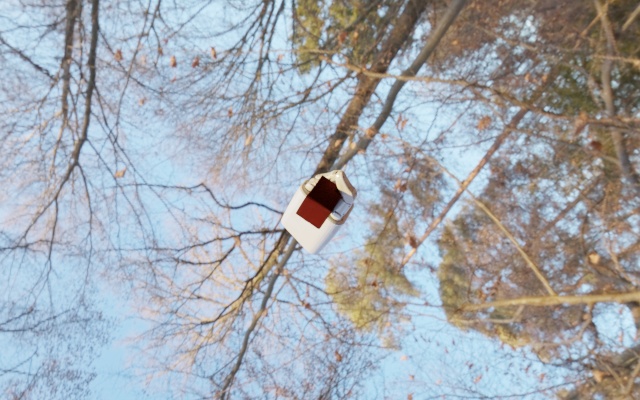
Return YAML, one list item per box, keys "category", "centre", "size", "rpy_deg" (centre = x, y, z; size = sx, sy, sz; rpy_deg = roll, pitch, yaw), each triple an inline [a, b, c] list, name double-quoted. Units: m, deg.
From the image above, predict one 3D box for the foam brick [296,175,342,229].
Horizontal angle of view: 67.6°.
- category: "foam brick"
  centre: [0.000, 0.003, 0.858]
  size: [0.053, 0.051, 0.078]
  rpy_deg: [35, 38, 1]
